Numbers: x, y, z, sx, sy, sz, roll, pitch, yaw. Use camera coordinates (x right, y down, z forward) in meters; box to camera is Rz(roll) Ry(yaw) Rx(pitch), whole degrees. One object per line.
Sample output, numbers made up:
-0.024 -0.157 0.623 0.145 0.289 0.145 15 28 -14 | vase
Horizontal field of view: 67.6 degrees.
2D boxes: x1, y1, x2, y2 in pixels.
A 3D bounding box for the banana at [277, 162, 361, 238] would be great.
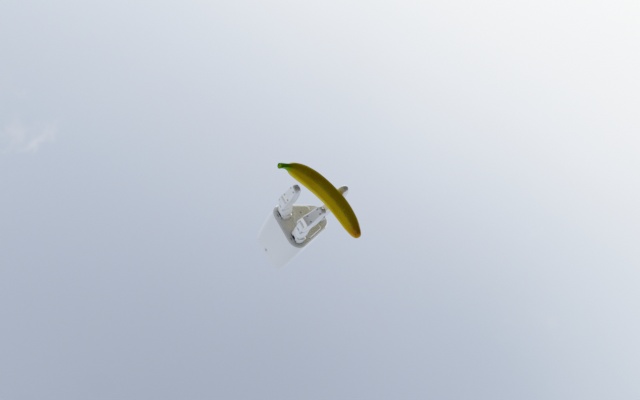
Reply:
0.005 -0.009 0.885 0.037 0.198 0.069 -49 1 40 | banana
